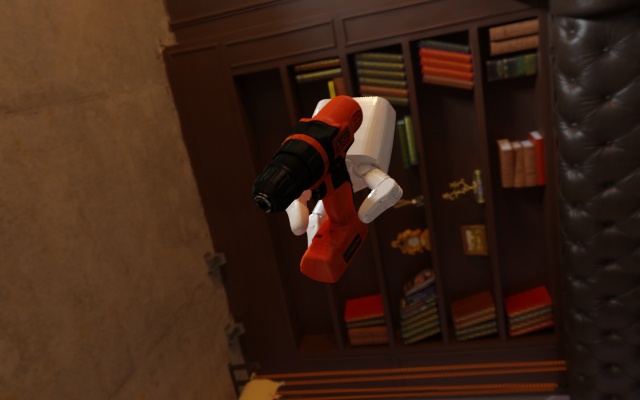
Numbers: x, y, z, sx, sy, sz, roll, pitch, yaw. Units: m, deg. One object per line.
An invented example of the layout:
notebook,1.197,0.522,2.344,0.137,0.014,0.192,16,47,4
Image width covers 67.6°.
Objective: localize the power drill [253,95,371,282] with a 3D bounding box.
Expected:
power drill,0.000,0.002,0.531,0.057,0.188,0.184,16,45,27
